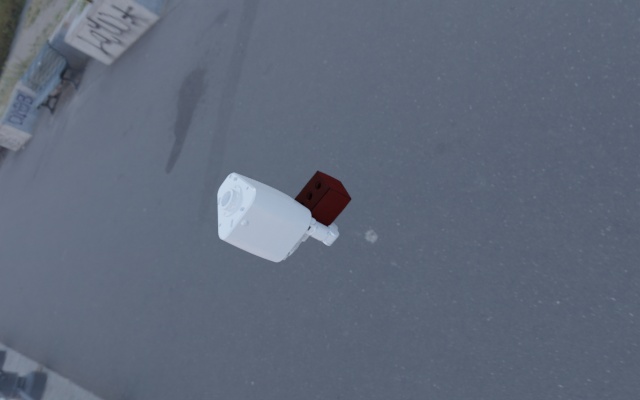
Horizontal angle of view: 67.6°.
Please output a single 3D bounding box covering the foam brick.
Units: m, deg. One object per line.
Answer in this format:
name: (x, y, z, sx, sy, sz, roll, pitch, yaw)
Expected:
foam brick: (0.000, 0.002, 0.756, 0.051, 0.078, 0.053, 27, 20, -36)
